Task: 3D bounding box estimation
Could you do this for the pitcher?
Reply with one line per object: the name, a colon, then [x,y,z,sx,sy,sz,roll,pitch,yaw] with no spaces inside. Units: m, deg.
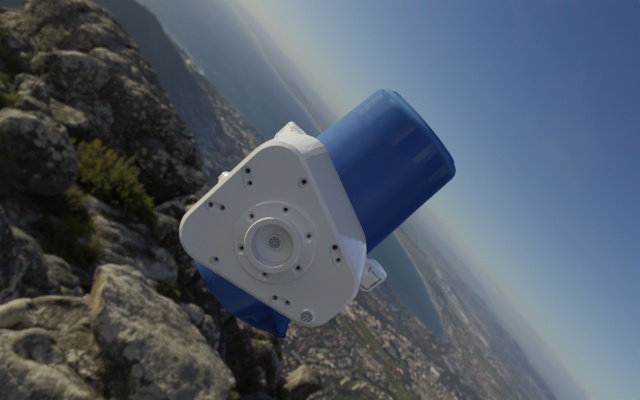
pitcher: [0.000,0.002,0.471,0.243,0.149,0.145,-40,0,10]
